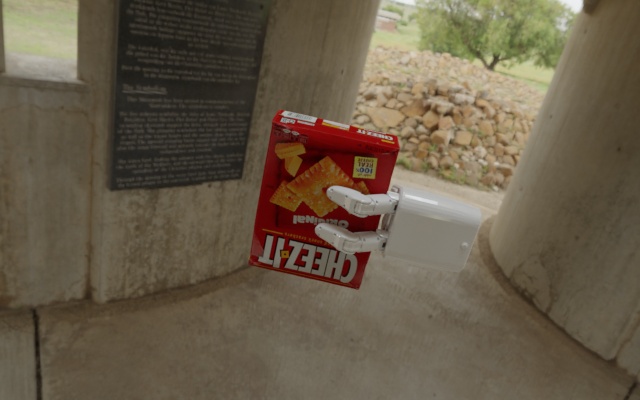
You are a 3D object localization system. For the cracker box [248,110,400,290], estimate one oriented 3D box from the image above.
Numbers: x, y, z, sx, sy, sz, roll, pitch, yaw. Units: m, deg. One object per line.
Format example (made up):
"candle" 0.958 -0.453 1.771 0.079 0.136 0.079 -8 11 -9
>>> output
"cracker box" 0.000 0.002 0.648 0.164 0.214 0.072 13 23 0
